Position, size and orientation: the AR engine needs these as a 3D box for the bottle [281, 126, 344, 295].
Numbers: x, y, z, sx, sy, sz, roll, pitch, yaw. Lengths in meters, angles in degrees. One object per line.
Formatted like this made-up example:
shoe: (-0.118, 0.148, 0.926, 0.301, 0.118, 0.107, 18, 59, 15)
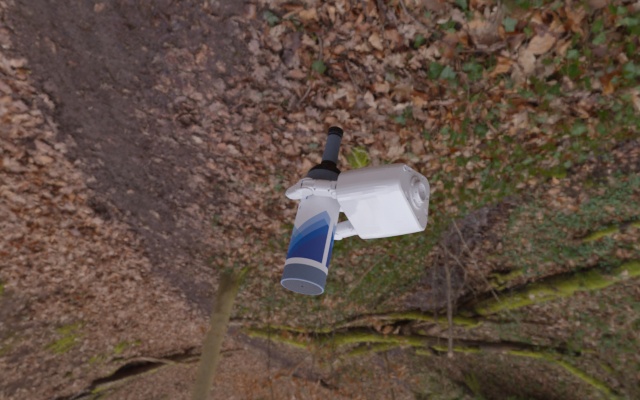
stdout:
bottle: (0.000, 0.003, 0.782, 0.069, 0.295, 0.069, 10, -28, 5)
